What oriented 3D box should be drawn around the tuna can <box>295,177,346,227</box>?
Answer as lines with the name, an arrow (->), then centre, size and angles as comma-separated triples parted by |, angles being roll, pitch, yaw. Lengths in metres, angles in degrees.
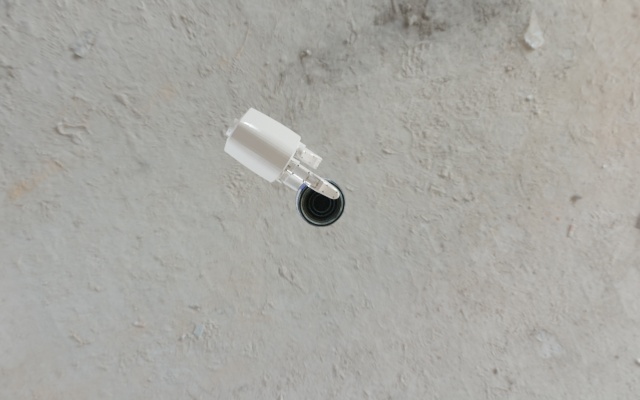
tuna can -> 0.000, 0.003, 0.833 | 0.086, 0.086, 0.033 | 0, 9, -9
